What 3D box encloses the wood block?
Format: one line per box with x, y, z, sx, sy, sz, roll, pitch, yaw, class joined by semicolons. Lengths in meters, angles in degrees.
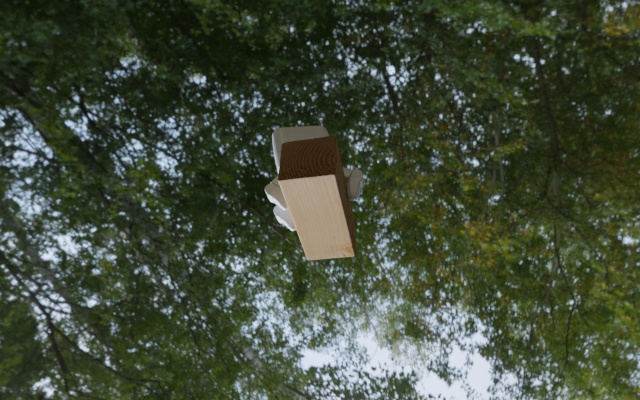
0.000;0.002;0.804;0.091;0.090;0.206;-7;-43;9;wood block
